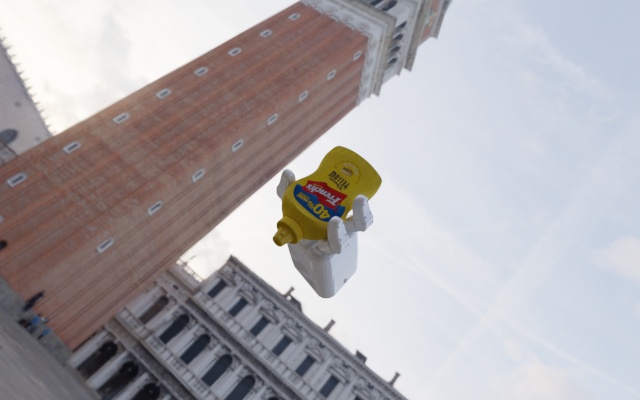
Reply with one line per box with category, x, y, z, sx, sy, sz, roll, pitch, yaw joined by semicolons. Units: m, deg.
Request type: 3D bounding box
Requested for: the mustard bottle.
mustard bottle;0.000;0.002;0.698;0.191;0.096;0.058;-43;-12;-31
